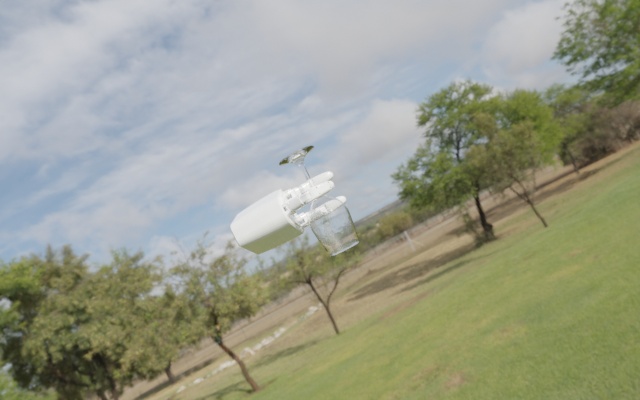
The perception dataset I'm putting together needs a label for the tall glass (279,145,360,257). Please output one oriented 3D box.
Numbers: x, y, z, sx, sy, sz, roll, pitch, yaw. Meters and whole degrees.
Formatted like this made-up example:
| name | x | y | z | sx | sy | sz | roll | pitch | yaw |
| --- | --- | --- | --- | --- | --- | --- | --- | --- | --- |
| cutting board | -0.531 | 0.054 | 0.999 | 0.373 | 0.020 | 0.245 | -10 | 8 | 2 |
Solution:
| name | x | y | z | sx | sy | sz | roll | pitch | yaw |
| --- | --- | --- | --- | --- | --- | --- | --- | --- | --- |
| tall glass | 0.000 | 0.002 | 0.890 | 0.079 | 0.201 | 0.079 | -28 | -5 | -3 |
